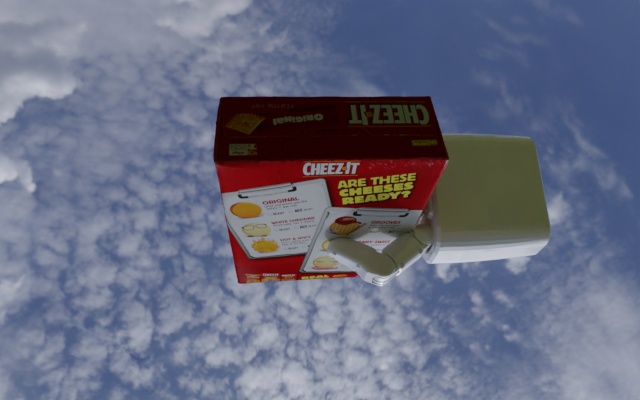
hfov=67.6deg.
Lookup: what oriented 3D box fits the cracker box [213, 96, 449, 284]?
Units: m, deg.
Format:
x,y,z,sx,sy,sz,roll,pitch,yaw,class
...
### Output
x,y,z,sx,sy,sz,roll,pitch,yaw,class
0.000,0.002,0.429,0.164,0.072,0.214,-2,-32,-6,cracker box
